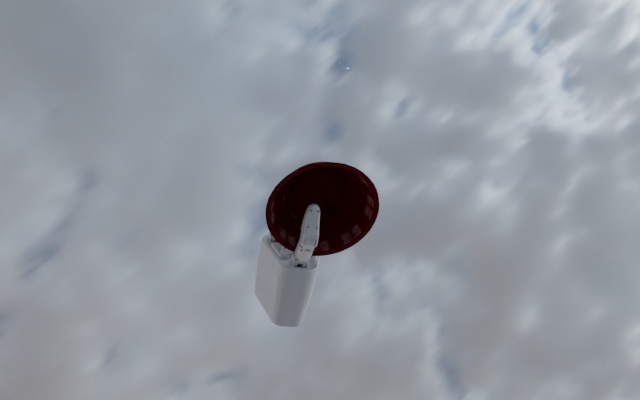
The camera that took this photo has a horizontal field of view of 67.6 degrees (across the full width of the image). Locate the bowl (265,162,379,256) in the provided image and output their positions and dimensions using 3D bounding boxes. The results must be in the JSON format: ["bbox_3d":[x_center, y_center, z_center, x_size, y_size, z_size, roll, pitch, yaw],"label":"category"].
[{"bbox_3d":[0.001,0.001,0.690,0.162,0.162,0.055,0,35,-10],"label":"bowl"}]
